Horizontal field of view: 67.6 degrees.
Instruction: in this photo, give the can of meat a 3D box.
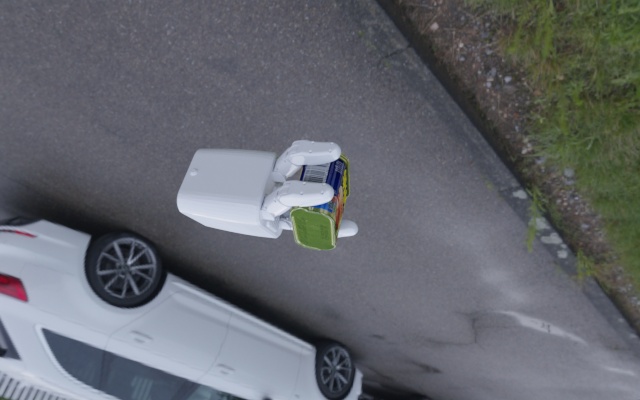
[{"bbox_3d":[0.000,0.002,0.574,0.057,0.084,0.102,9,-31,9],"label":"can of meat"}]
